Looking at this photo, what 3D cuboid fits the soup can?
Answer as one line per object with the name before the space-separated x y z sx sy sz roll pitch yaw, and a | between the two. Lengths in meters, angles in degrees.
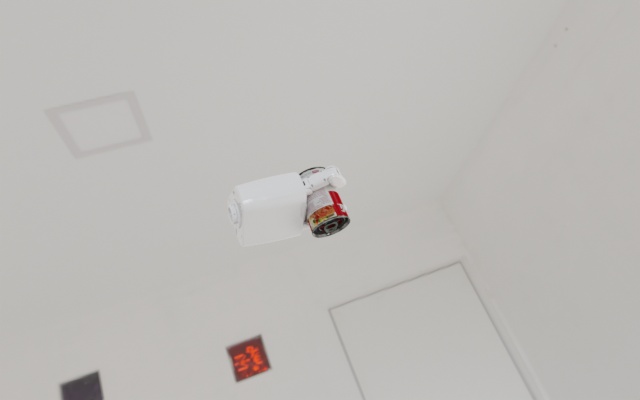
soup can | 0.001 0.002 0.807 0.068 0.102 0.068 -19 -25 -9
